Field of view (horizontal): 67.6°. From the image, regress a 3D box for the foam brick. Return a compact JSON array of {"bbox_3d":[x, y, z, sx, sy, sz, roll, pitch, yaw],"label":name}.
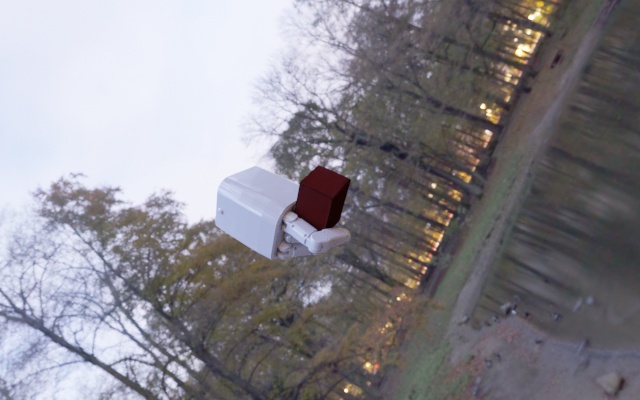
[{"bbox_3d":[0.000,0.002,0.647,0.051,0.078,0.053,28,42,16],"label":"foam brick"}]
